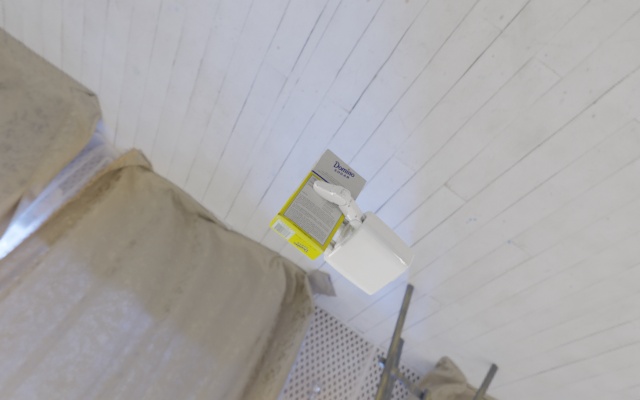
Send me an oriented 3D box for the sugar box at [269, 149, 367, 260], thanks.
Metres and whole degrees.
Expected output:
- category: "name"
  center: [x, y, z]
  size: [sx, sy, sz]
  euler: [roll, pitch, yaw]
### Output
- category: "sugar box"
  center: [0.000, 0.003, 0.788]
  size: [0.048, 0.093, 0.176]
  euler: [-43, 9, 48]
